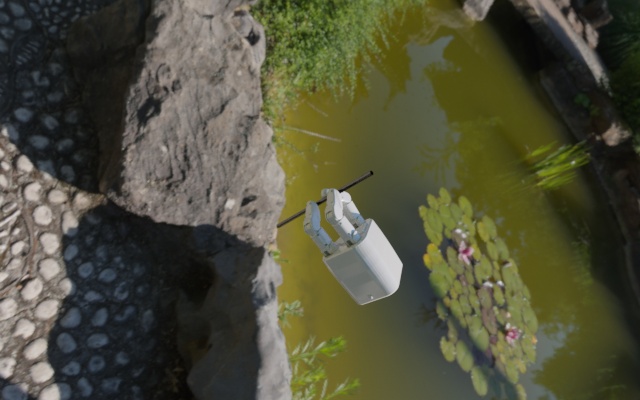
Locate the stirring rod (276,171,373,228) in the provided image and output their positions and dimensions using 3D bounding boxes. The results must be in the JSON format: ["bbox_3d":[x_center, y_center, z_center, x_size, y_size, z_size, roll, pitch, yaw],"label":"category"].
[{"bbox_3d":[0.000,0.003,0.827,0.011,0.011,0.239,0,-23,-46],"label":"stirring rod"}]
